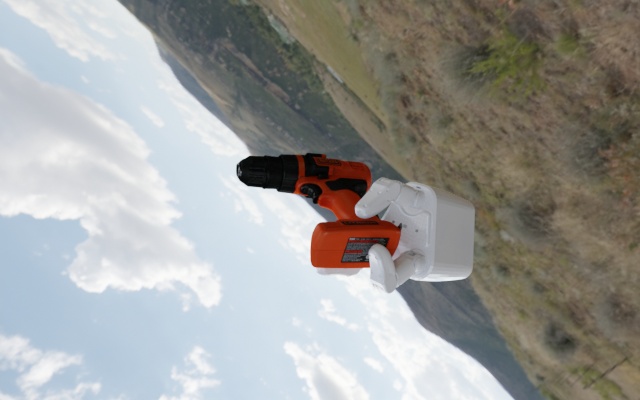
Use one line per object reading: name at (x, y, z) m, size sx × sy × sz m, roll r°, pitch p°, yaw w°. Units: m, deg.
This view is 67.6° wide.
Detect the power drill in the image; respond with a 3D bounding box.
power drill at (0.000, 0.002, 0.577) m, size 0.184 × 0.057 × 0.187 m, roll 1°, pitch 34°, yaw -21°
